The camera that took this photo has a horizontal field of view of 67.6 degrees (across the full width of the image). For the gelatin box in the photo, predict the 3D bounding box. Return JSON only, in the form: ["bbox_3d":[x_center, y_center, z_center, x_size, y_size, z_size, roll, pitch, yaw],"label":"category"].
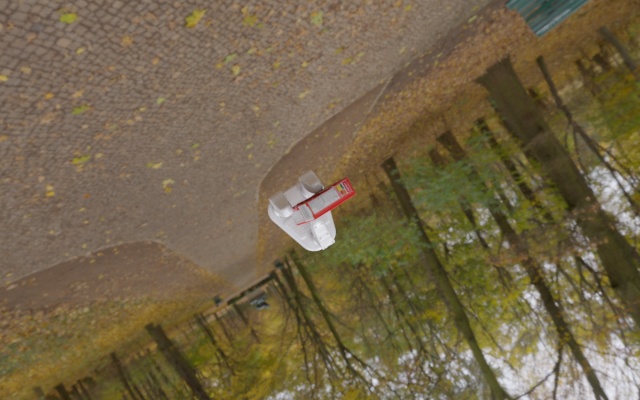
[{"bbox_3d":[0.000,0.003,0.683,0.073,0.030,0.089,-31,3,-20],"label":"gelatin box"}]
